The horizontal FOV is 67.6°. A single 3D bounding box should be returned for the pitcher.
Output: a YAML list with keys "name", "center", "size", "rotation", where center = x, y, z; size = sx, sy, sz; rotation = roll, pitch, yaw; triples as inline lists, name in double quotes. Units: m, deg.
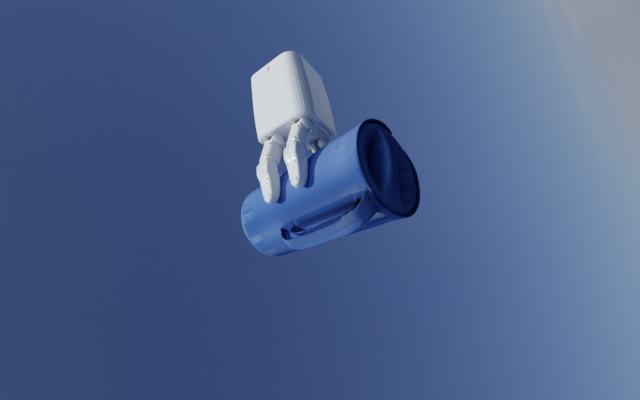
- name: "pitcher"
  center: [0.000, 0.002, 0.655]
  size: [0.243, 0.145, 0.149]
  rotation: [-25, -20, 36]
